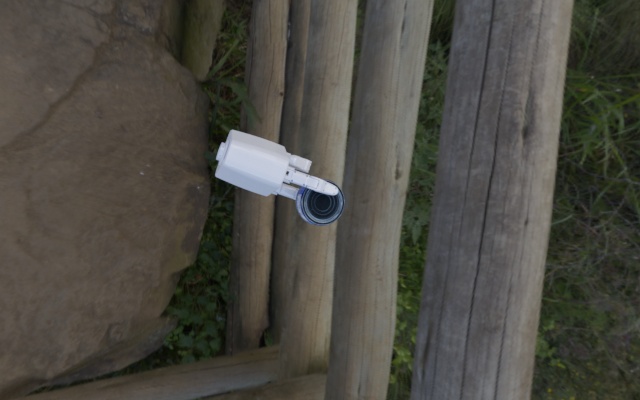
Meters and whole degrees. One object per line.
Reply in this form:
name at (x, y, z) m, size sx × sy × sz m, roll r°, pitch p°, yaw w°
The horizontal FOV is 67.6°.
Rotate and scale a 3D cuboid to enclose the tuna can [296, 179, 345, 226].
tuna can at (0.000, 0.003, 0.871) m, size 0.086 × 0.086 × 0.034 m, roll 0°, pitch 3°, yaw -20°
